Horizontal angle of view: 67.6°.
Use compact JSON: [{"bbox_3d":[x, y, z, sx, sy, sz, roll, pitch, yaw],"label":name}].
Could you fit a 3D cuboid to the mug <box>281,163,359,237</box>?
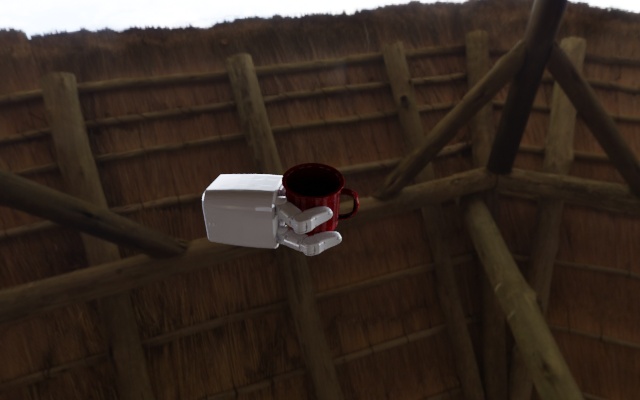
[{"bbox_3d":[0.002,0.003,0.724,0.117,0.082,0.093,4,37,4],"label":"mug"}]
